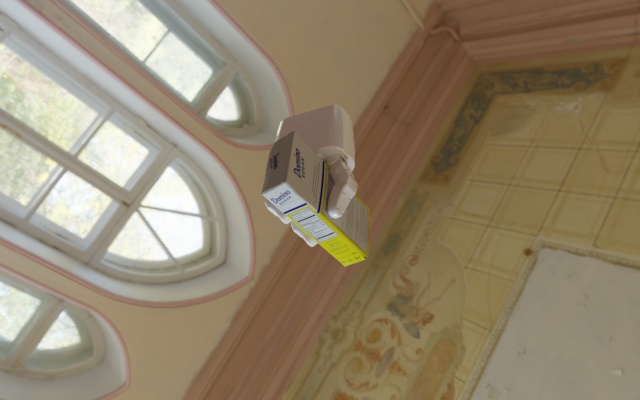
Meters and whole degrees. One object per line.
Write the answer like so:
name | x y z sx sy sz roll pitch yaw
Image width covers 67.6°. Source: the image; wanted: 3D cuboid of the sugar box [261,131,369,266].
sugar box | 0.000 0.002 0.626 0.048 0.093 0.176 -26 -51 30
